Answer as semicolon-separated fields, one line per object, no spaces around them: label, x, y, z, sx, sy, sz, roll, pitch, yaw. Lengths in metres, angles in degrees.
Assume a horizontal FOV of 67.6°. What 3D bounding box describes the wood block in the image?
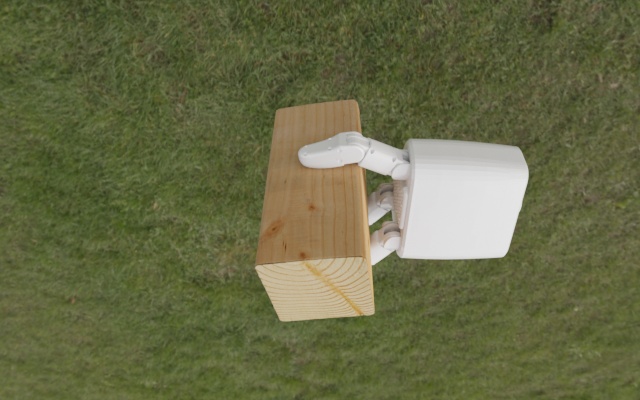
wood block;0.000;0.001;0.470;0.090;0.206;0.091;-6;-44;7
